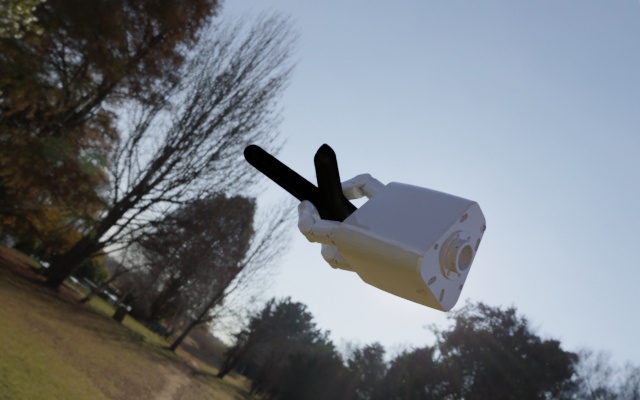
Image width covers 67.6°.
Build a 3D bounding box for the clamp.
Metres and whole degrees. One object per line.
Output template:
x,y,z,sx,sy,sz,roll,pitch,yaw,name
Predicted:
0.001,0.002,0.596,0.164,0.036,0.210,15,-29,47,clamp
